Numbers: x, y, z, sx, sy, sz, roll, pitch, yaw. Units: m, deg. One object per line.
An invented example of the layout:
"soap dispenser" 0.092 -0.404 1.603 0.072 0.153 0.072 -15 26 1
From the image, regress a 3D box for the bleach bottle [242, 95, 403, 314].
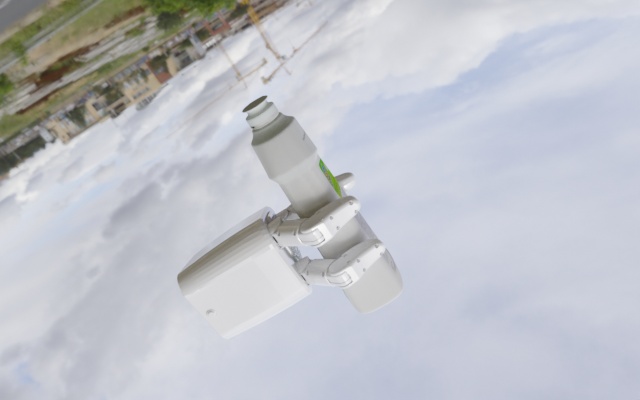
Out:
"bleach bottle" 0.000 0.002 0.502 0.068 0.251 0.102 -31 25 4
